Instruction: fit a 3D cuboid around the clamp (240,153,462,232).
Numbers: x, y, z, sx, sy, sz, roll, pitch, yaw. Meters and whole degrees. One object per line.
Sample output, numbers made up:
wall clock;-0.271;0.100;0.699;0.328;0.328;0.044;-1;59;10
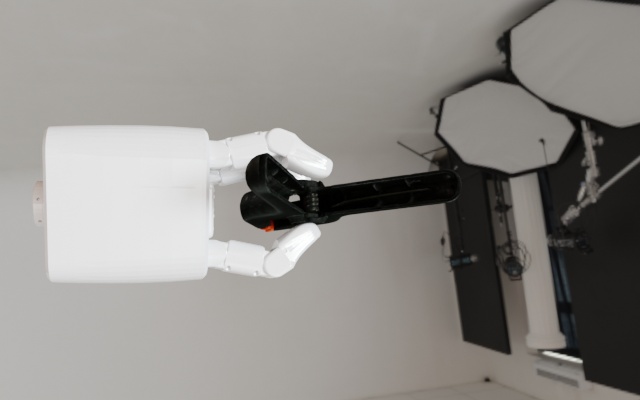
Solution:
clamp;0.000;0.002;0.402;0.164;0.036;0.210;2;-11;-20
